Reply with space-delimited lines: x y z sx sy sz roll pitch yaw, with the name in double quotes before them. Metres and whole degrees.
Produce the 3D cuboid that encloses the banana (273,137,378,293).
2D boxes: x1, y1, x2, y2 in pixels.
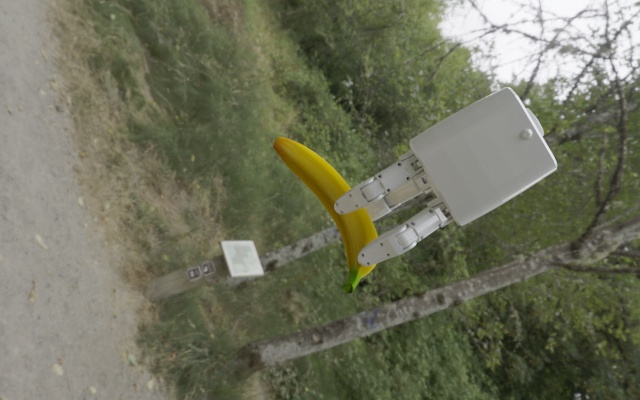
"banana" 0.014 0.004 0.528 0.069 0.197 0.037 0 -37 -47
